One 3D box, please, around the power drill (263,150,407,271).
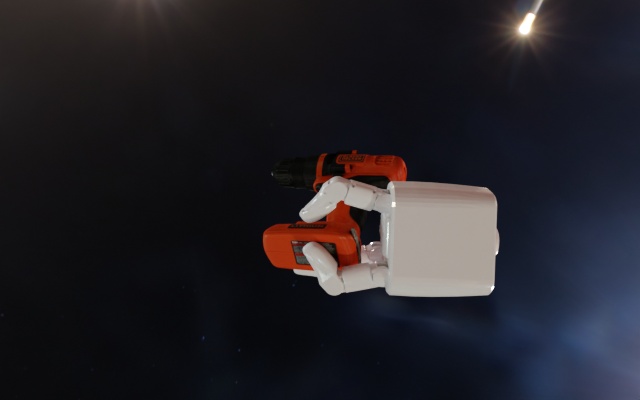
[{"bbox_3d":[0.000,0.002,0.581,0.184,0.057,0.187,0,37,22],"label":"power drill"}]
